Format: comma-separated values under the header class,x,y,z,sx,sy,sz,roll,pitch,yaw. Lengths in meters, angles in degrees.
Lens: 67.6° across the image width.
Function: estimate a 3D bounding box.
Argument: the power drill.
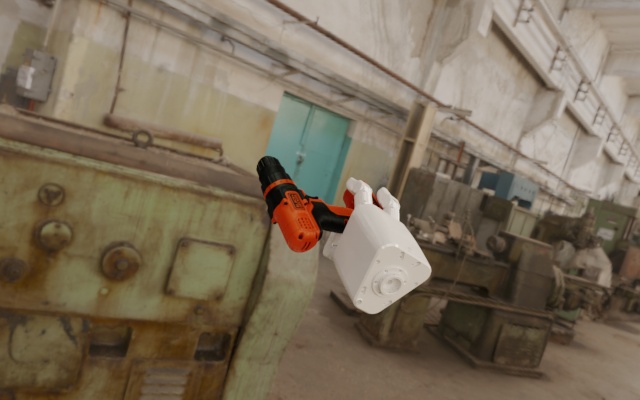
class,x,y,z,sx,sy,sz,roll,pitch,yaw
power drill,0.001,0.003,0.756,0.187,0.184,0.057,1,-44,-33
